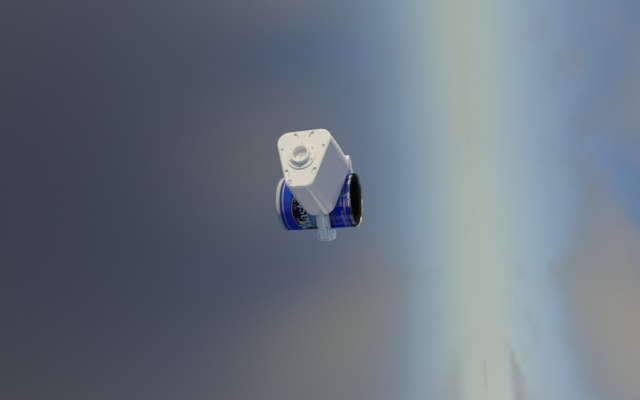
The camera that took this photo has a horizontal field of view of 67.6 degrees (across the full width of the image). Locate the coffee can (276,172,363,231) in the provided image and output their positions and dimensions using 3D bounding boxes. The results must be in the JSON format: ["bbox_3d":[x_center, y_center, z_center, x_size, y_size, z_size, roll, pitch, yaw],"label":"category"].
[{"bbox_3d":[0.000,0.003,0.897,0.140,0.103,0.103,-4,-1,18],"label":"coffee can"}]
